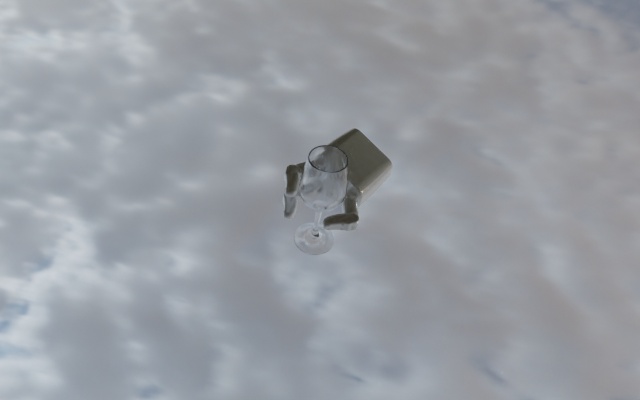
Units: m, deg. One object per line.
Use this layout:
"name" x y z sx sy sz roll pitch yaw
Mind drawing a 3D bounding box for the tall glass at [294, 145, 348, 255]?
"tall glass" 0.000 0.003 0.795 0.079 0.079 0.201 0 -41 -9
